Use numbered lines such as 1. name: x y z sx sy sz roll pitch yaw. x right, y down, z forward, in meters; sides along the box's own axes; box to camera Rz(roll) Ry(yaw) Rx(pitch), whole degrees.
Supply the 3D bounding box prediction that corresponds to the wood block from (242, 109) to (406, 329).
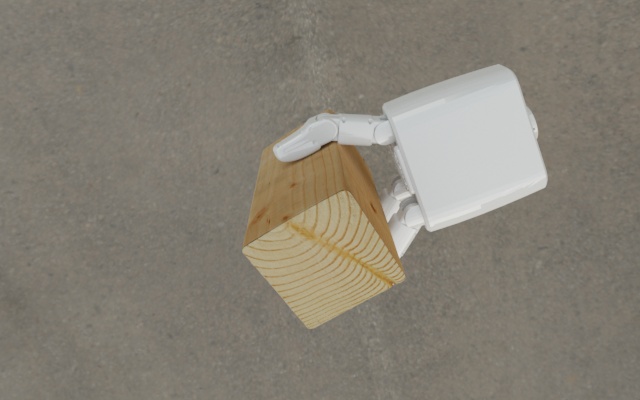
1. wood block: 0.000 0.001 0.436 0.090 0.091 0.206 -30 23 12
